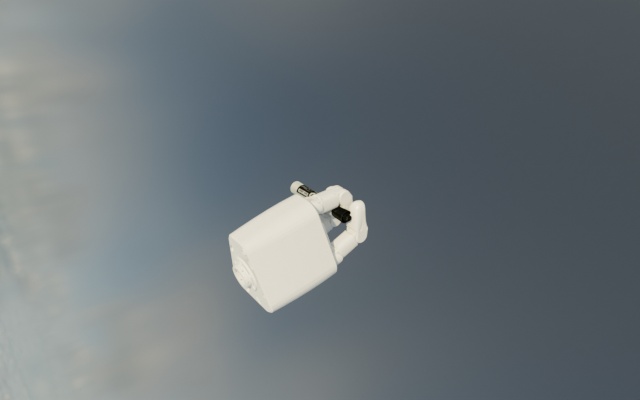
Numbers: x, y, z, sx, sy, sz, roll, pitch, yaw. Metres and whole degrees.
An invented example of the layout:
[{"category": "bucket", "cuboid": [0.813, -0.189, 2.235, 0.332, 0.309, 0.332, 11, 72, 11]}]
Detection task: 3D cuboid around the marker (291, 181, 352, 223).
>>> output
[{"category": "marker", "cuboid": [0.000, 0.002, 0.666, 0.020, 0.020, 0.121, 0, 21, -42]}]
